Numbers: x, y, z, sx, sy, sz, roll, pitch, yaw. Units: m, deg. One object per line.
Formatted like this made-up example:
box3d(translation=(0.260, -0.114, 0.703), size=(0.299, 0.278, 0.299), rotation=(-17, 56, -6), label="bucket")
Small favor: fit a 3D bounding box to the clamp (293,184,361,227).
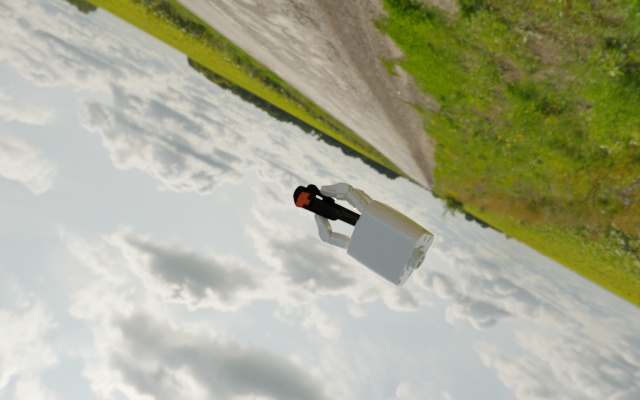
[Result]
box3d(translation=(0.000, 0.004, 0.874), size=(0.164, 0.036, 0.210), rotation=(32, 7, 28), label="clamp")
